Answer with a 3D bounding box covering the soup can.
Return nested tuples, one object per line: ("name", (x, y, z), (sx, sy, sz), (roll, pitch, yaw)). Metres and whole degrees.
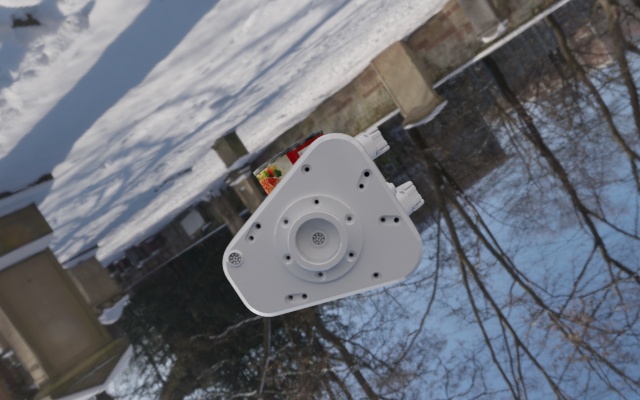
("soup can", (0.000, 0.002, 0.403), (0.068, 0.102, 0.068), (-33, 2, 2))
